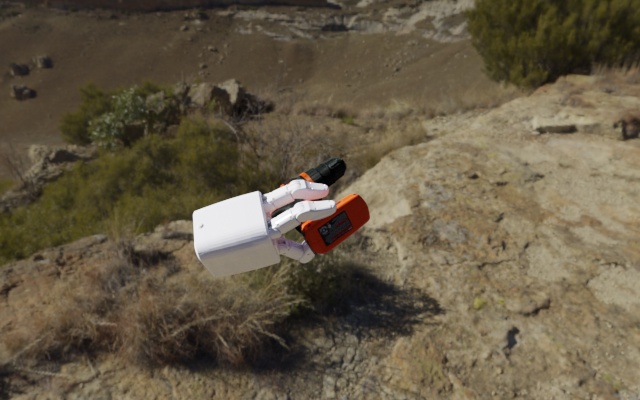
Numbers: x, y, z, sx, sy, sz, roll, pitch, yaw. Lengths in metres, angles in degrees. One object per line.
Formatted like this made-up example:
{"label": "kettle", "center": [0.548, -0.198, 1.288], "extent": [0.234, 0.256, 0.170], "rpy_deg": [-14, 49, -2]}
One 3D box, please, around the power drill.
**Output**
{"label": "power drill", "center": [0.000, 0.003, 0.780], "extent": [0.184, 0.057, 0.187], "rpy_deg": [-37, 28, -12]}
